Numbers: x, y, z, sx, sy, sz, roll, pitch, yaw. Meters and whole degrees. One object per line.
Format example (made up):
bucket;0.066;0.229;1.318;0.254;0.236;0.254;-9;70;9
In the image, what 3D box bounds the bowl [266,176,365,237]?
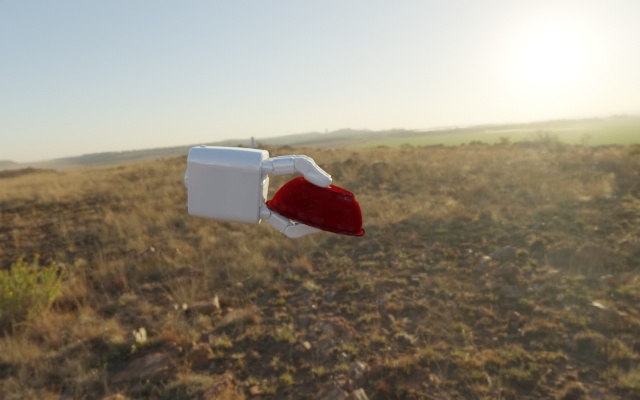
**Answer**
bowl;0.001;0.002;0.737;0.162;0.055;0.162;17;7;-2
